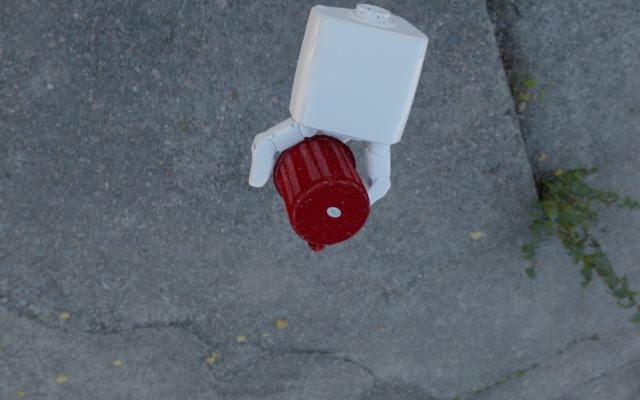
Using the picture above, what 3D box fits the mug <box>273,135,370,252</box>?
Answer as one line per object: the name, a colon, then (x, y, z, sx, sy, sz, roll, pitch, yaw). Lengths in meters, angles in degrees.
mug: (0.000, 0.003, 0.499, 0.093, 0.117, 0.081, 3, 33, -16)
